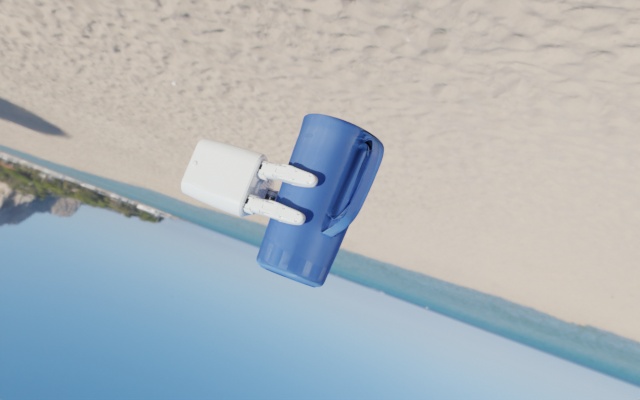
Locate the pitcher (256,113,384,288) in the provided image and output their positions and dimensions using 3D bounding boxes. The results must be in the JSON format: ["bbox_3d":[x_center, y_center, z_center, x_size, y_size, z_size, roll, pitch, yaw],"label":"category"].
[{"bbox_3d":[0.000,0.002,0.714,0.145,0.243,0.149,19,-8,12],"label":"pitcher"}]
